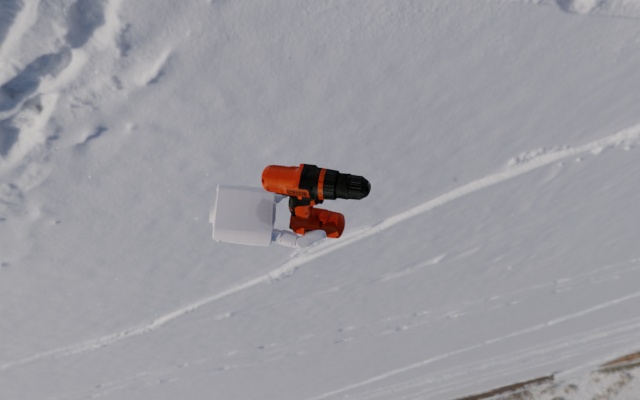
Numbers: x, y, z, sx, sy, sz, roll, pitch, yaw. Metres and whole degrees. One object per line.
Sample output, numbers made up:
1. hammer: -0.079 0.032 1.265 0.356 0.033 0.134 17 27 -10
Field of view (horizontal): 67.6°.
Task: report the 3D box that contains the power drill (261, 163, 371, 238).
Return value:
1. power drill: 0.000 0.003 0.852 0.184 0.057 0.188 8 -29 12
